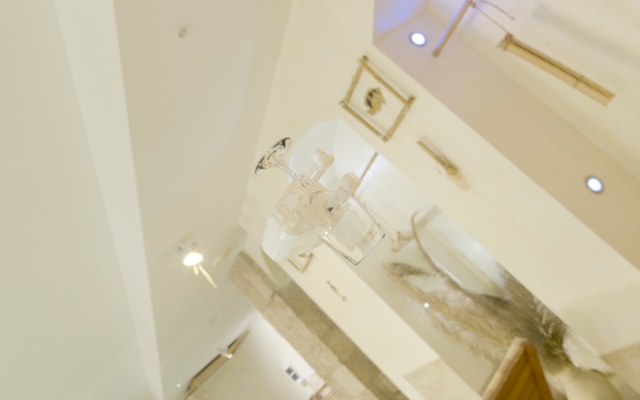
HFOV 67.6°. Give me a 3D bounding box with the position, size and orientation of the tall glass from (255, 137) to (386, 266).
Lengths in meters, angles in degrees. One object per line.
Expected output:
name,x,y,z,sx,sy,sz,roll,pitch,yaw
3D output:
tall glass,0.000,0.002,0.688,0.201,0.079,0.079,44,10,11
